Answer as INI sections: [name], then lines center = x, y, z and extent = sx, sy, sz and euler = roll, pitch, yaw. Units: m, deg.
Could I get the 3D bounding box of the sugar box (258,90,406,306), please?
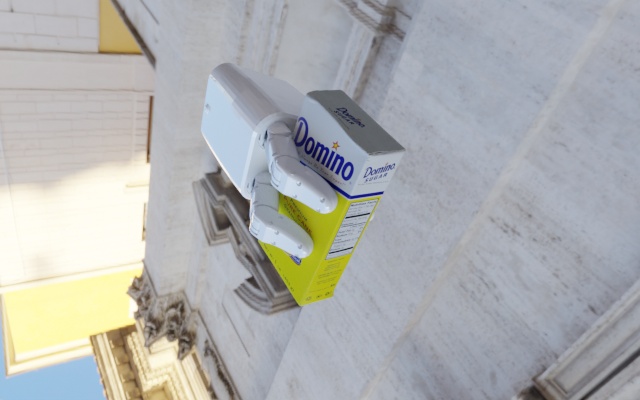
[sugar box]
center = 0.000, 0.001, 0.425
extent = 0.048, 0.176, 0.093
euler = -11, 46, -34
